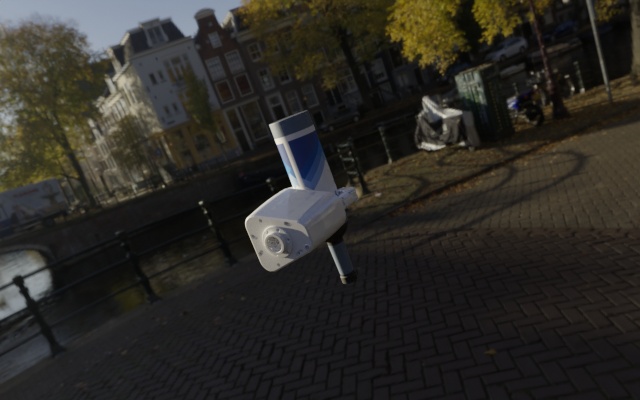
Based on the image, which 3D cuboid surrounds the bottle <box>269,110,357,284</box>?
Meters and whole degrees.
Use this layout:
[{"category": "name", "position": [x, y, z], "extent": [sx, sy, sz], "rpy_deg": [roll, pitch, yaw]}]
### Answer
[{"category": "bottle", "position": [0.000, 0.002, 0.788], "extent": [0.069, 0.296, 0.069], "rpy_deg": [-20, 13, 5]}]
